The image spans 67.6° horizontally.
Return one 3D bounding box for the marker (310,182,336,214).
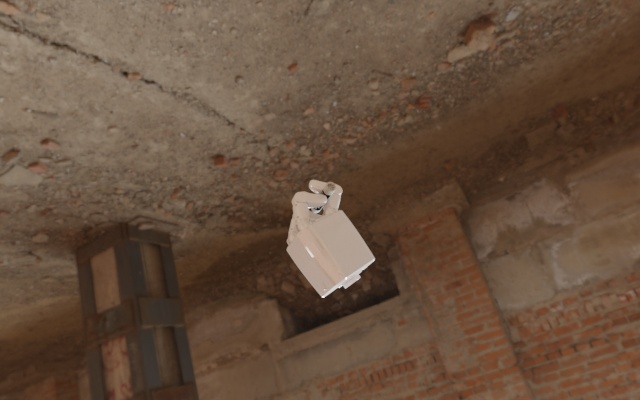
[{"bbox_3d":[0.000,0.003,0.854,0.020,0.020,0.121,0,-26,-19],"label":"marker"}]
